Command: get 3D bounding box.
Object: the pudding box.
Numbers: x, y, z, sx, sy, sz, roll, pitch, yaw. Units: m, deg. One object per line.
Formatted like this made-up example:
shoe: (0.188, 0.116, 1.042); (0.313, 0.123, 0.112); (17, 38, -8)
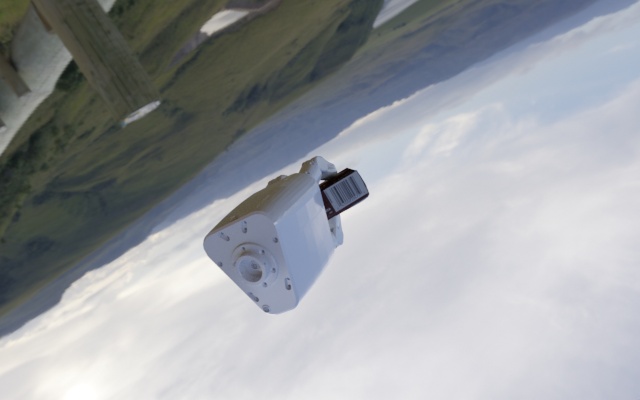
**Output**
pudding box: (0.000, 0.002, 0.600); (0.113, 0.039, 0.090); (-29, 8, -1)
